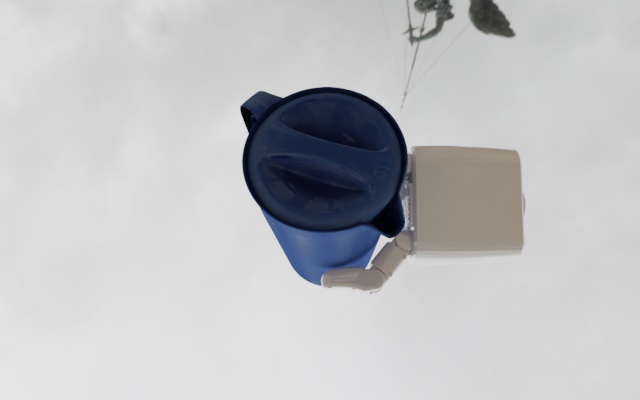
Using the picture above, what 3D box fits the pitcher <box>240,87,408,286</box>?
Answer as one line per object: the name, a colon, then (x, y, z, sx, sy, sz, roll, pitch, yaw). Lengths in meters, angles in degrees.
pitcher: (0.000, 0.002, 0.489, 0.145, 0.149, 0.243, -1, -24, 1)
